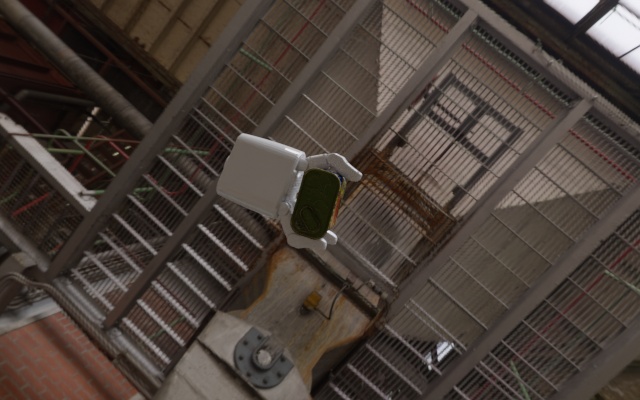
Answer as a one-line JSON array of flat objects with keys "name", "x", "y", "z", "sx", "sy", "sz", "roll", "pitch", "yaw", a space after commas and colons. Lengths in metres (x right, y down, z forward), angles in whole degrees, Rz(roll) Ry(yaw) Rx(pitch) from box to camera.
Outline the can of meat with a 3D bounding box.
[{"name": "can of meat", "x": 0.000, "y": 0.002, "z": 0.730, "sx": 0.057, "sy": 0.102, "sz": 0.084, "roll": 17, "pitch": 7, "yaw": 10}]
